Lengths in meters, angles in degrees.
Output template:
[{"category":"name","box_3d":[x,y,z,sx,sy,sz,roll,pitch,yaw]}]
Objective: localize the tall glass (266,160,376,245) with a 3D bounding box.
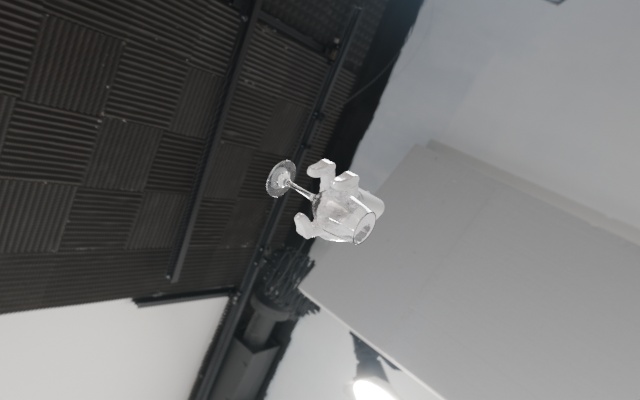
[{"category":"tall glass","box_3d":[0.000,0.002,0.838,0.201,0.079,0.079,31,17,31]}]
